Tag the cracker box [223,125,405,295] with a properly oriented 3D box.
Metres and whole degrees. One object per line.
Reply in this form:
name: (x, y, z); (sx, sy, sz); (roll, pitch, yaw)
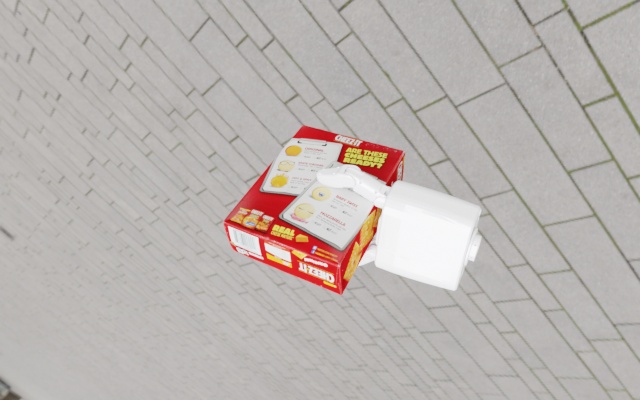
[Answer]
cracker box: (0.000, 0.002, 0.644); (0.164, 0.072, 0.213); (18, 50, 21)
